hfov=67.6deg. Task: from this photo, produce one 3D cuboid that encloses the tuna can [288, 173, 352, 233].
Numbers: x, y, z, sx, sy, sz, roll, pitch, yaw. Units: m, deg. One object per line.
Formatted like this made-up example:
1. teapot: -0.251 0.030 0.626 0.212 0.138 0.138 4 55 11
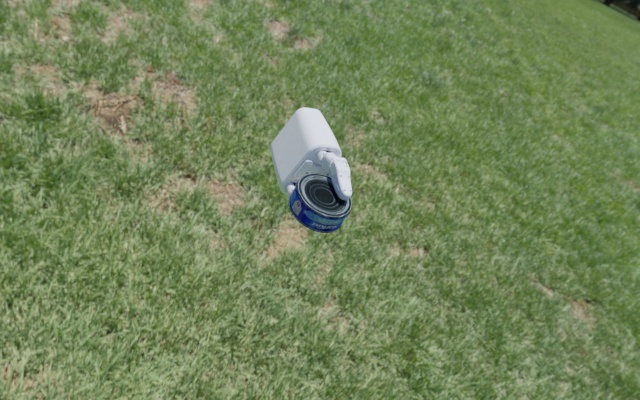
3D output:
1. tuna can: 0.000 0.002 0.673 0.086 0.086 0.034 0 -41 -33
